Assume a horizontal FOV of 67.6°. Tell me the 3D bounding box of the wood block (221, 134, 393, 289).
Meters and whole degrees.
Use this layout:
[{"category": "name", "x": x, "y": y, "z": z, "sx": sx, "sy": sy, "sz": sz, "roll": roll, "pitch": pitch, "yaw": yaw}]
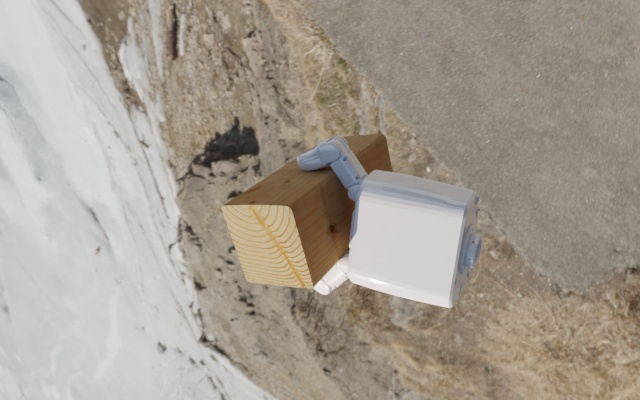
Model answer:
[{"category": "wood block", "x": 0.000, "y": 0.002, "z": 0.538, "sx": 0.090, "sy": 0.091, "sz": 0.206, "roll": 0, "pitch": 24, "yaw": 34}]
